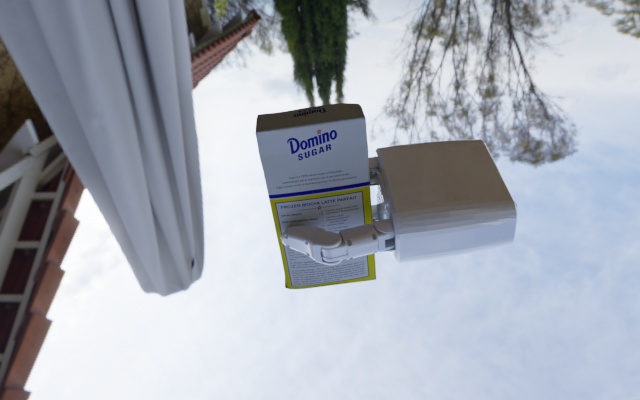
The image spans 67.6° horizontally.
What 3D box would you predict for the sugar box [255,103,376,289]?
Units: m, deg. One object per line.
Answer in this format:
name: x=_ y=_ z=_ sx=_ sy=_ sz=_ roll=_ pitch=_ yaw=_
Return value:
sugar box: x=0.000 y=0.001 z=0.446 sx=0.093 sy=0.176 sz=0.048 roll=-7 pitch=30 yaw=-1
